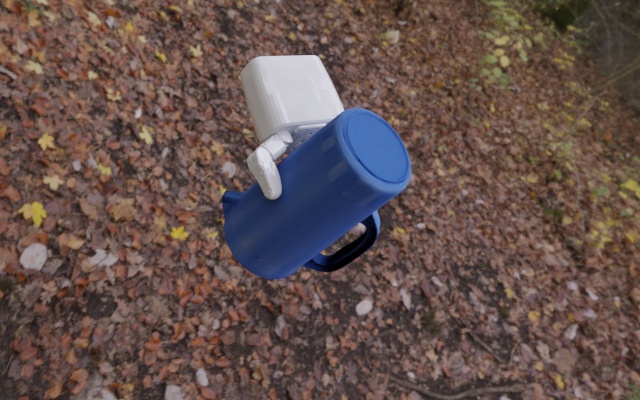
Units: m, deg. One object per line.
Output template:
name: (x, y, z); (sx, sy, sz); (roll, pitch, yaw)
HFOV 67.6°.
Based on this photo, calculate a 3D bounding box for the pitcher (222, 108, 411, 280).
pitcher: (0.000, 0.002, 0.593); (0.149, 0.145, 0.243); (-4, -23, -43)
